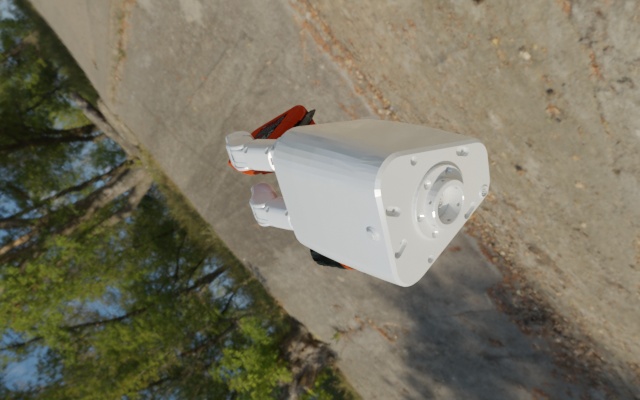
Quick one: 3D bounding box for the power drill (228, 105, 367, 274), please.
[{"bbox_3d":[0.000,0.001,0.483,0.188,0.057,0.184,43,-30,-19],"label":"power drill"}]
